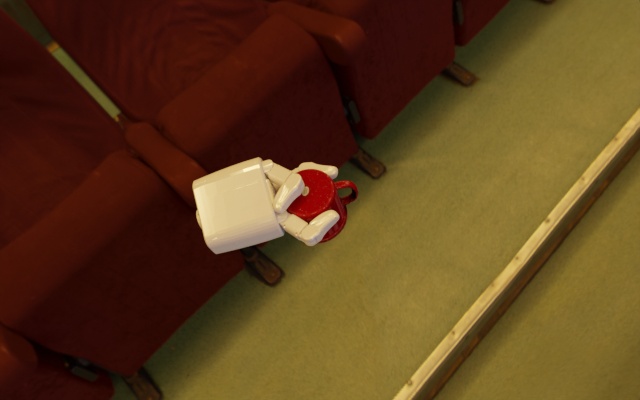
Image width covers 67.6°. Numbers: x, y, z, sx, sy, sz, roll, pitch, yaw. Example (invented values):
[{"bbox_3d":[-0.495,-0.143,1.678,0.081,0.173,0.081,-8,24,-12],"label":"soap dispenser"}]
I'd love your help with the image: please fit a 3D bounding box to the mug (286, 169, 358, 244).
[{"bbox_3d":[0.001,0.002,0.713,0.117,0.093,0.081,-19,-31,2],"label":"mug"}]
